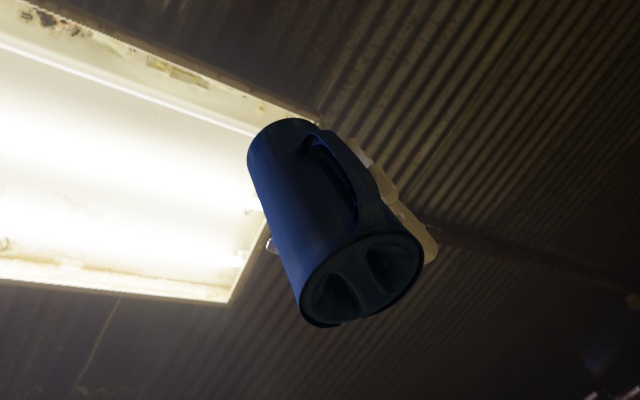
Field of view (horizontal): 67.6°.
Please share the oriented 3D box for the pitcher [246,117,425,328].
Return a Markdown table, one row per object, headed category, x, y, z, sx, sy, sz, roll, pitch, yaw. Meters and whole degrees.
| category | x | y | z | sx | sy | sz | roll | pitch | yaw |
| --- | --- | --- | --- | --- | --- | --- | --- | --- | --- |
| pitcher | 0.000 | 0.002 | 0.529 | 0.145 | 0.149 | 0.242 | 31 | 20 | -43 |
